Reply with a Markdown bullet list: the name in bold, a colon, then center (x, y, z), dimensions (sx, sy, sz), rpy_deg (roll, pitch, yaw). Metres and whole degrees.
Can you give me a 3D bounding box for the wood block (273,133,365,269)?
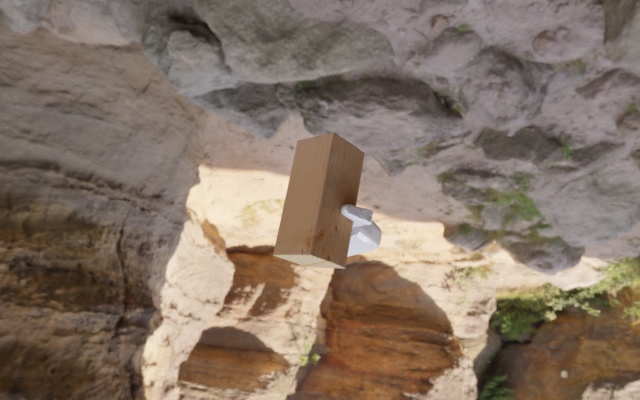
- **wood block**: center (0.001, 0.003, 0.805), dimensions (0.091, 0.206, 0.090), rpy_deg (-5, -23, 42)
